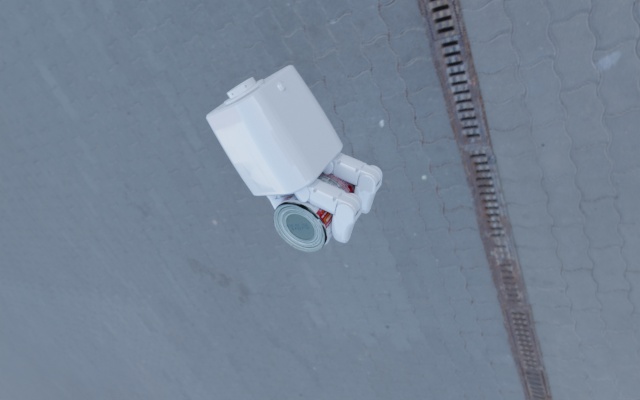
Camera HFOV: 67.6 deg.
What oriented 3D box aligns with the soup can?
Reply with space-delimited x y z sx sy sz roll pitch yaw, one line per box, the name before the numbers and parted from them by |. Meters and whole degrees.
soup can | 0.000 0.002 0.545 0.068 0.068 0.102 0 34 35
